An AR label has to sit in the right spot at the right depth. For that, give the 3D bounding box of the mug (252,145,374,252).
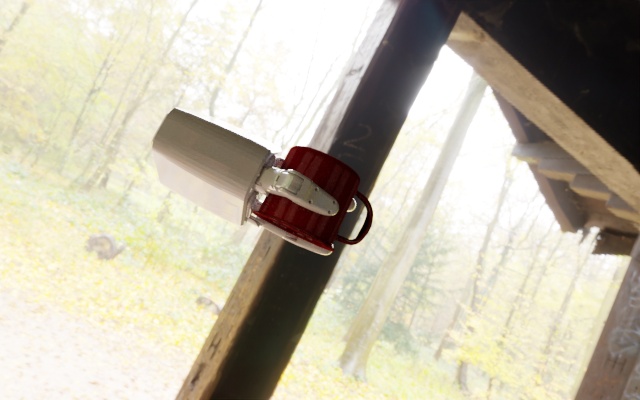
[{"bbox_3d":[0.001,0.002,0.491,0.117,0.081,0.093,26,-8,-2],"label":"mug"}]
